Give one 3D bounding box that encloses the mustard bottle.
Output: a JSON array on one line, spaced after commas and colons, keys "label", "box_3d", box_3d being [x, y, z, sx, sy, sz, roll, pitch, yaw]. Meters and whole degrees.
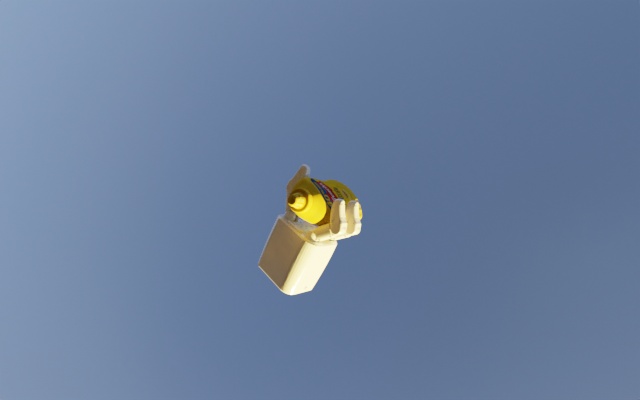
[{"label": "mustard bottle", "box_3d": [0.000, 0.003, 0.846, 0.058, 0.096, 0.191, -40, -20, 22]}]
